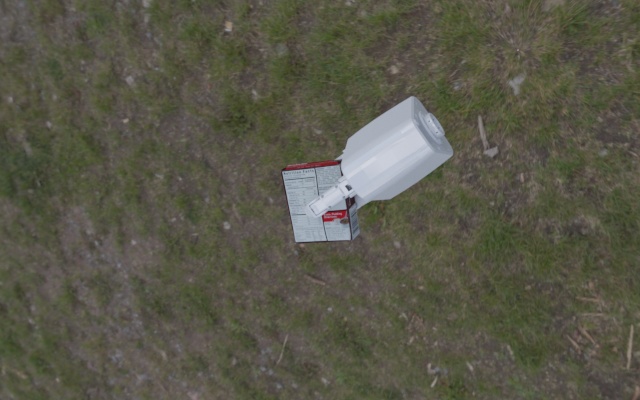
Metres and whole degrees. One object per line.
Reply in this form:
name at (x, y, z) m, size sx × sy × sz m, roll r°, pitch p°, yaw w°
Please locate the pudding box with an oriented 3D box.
pudding box at (0.000, 0.002, 0.665) m, size 0.090 × 0.113 × 0.039 m, roll -4°, pitch 14°, yaw 22°
